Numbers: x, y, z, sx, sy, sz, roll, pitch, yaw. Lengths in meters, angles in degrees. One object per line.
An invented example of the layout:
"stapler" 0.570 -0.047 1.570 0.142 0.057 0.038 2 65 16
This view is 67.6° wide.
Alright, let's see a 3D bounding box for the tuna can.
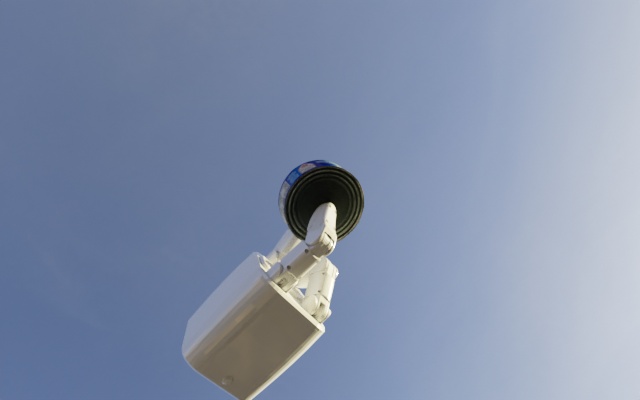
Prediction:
"tuna can" 0.000 0.001 0.499 0.086 0.086 0.033 0 18 -19
